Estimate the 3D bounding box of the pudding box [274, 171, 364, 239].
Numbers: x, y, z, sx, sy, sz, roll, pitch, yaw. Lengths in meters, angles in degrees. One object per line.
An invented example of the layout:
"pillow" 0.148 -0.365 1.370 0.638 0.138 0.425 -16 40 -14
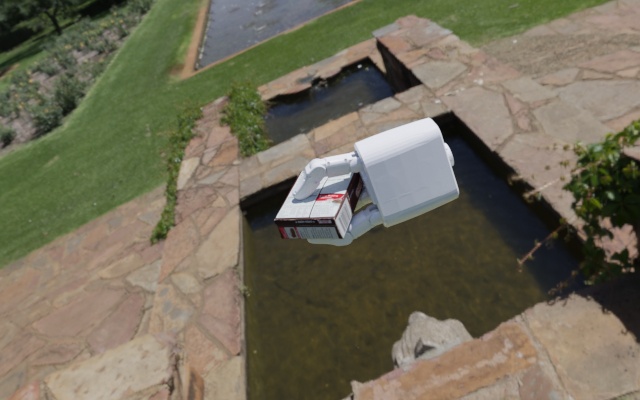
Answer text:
"pudding box" 0.000 0.002 0.644 0.090 0.039 0.113 -3 37 25
